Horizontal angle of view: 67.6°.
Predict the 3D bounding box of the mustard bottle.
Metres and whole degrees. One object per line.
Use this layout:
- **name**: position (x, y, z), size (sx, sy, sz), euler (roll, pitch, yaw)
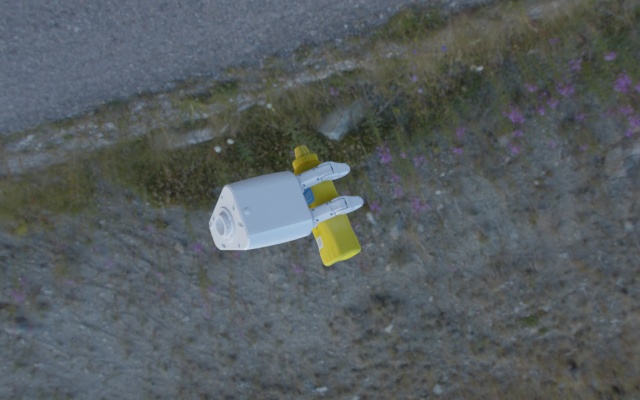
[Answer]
- **mustard bottle**: position (0.001, 0.003, 0.747), size (0.058, 0.191, 0.096), euler (-19, -11, -14)
